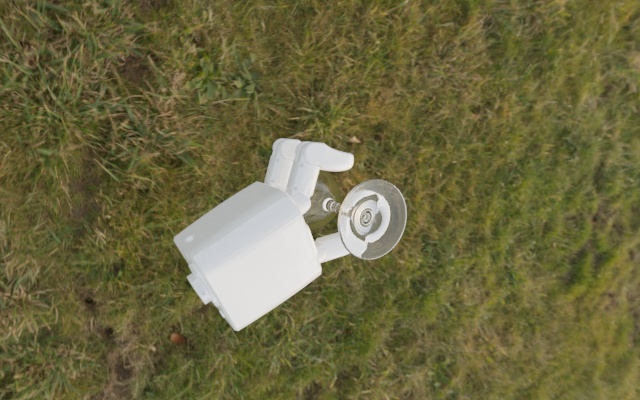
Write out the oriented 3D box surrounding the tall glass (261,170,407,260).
[{"bbox_3d":[0.001,0.002,0.514,0.079,0.079,0.201,0,9,-29],"label":"tall glass"}]
